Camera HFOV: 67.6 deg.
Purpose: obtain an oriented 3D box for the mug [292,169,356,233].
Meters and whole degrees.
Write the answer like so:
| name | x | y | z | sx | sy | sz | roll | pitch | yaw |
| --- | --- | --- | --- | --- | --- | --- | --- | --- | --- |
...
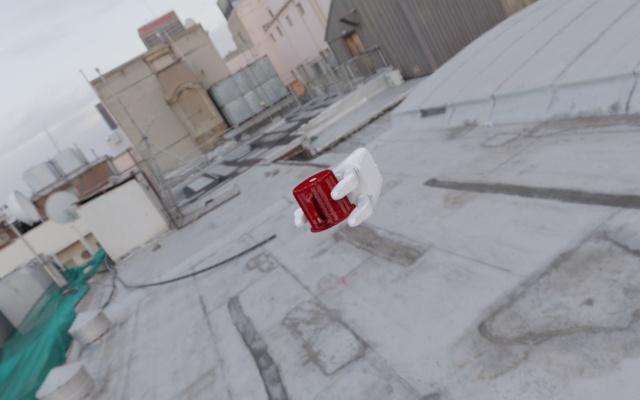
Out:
| name | x | y | z | sx | sy | sz | roll | pitch | yaw |
| --- | --- | --- | --- | --- | --- | --- | --- | --- | --- |
| mug | 0.000 | 0.003 | 0.832 | 0.093 | 0.081 | 0.117 | -24 | 14 | 24 |
